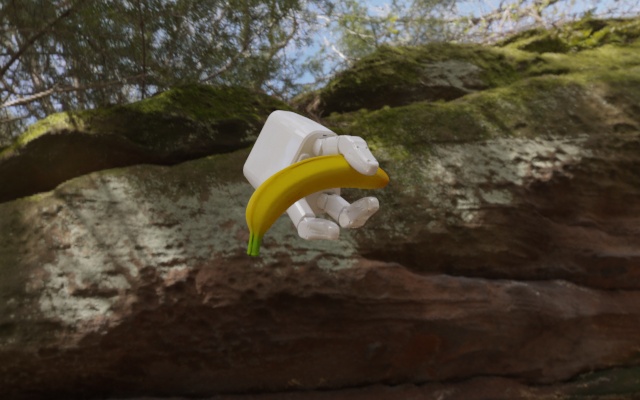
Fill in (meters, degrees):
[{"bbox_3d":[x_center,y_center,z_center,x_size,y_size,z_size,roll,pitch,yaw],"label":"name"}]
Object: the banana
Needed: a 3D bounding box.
[{"bbox_3d":[-0.006,-0.014,0.520,0.197,0.070,0.037,-26,28,-28],"label":"banana"}]
